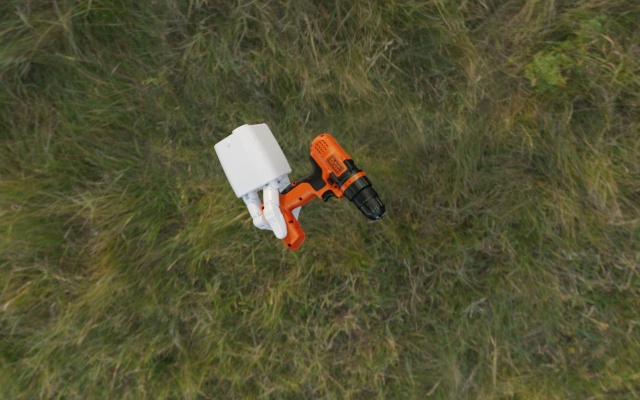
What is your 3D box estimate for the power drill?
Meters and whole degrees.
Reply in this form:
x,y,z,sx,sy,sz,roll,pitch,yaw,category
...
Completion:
x,y,z,sx,sy,sz,roll,pitch,yaw,category
0.000,0.003,0.850,0.188,0.184,0.057,-41,-17,11,power drill
